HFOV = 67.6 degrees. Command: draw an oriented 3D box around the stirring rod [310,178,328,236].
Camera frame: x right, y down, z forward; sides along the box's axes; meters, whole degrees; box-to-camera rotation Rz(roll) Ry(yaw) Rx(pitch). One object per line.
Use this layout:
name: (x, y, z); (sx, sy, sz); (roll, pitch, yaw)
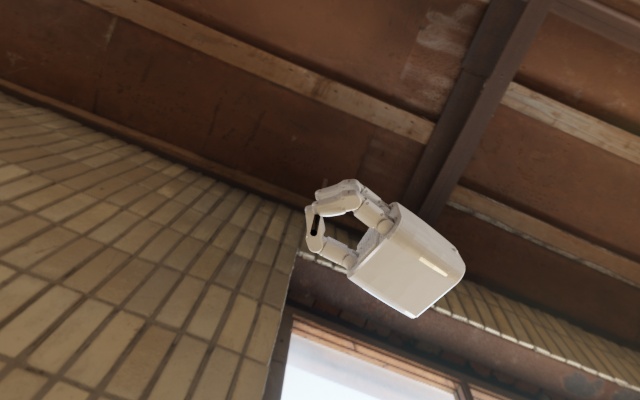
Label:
stirring rod: (0.000, 0.002, 0.632); (0.011, 0.011, 0.239); (0, 16, 4)
